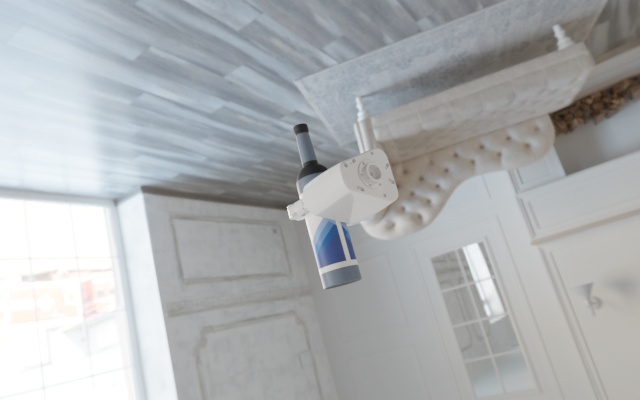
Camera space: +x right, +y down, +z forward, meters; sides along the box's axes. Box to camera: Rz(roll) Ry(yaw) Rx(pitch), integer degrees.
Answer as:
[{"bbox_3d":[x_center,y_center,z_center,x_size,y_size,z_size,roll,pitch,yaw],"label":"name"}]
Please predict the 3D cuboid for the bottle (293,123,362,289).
[{"bbox_3d":[0.000,0.003,0.836,0.069,0.295,0.069,-14,-14,-4],"label":"bottle"}]
